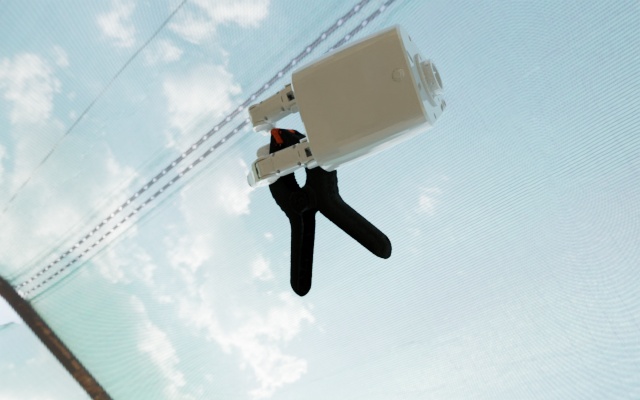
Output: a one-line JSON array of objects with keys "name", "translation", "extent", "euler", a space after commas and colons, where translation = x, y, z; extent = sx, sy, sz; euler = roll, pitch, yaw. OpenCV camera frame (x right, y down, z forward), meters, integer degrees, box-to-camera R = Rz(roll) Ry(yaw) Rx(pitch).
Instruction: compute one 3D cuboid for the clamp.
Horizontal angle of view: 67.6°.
[{"name": "clamp", "translation": [0.000, 0.001, 0.470], "extent": [0.120, 0.171, 0.039], "euler": [-19, -6, 28]}]
